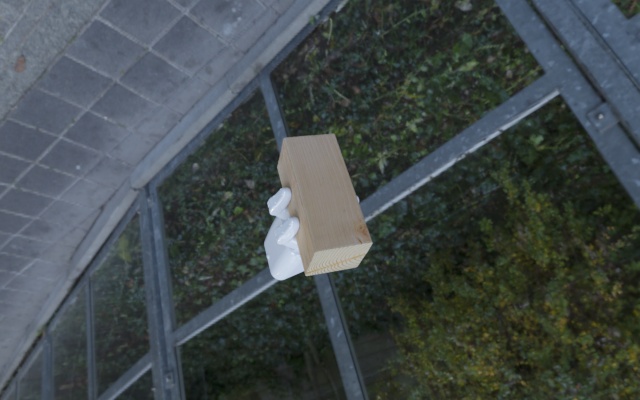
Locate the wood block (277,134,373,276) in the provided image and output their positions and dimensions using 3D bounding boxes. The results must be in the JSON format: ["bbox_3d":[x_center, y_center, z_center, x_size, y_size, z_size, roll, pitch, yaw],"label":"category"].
[{"bbox_3d":[0.000,0.003,0.764,0.091,0.206,0.090,-7,-30,-18],"label":"wood block"}]
